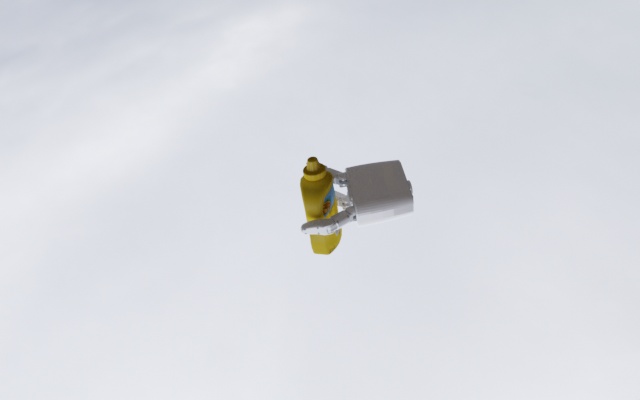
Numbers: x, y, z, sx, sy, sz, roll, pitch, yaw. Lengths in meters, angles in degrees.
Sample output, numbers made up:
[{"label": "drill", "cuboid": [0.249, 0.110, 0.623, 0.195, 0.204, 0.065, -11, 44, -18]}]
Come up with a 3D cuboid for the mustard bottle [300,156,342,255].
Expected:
[{"label": "mustard bottle", "cuboid": [0.000, 0.003, 0.880, 0.058, 0.192, 0.096, 4, 40, 18]}]
